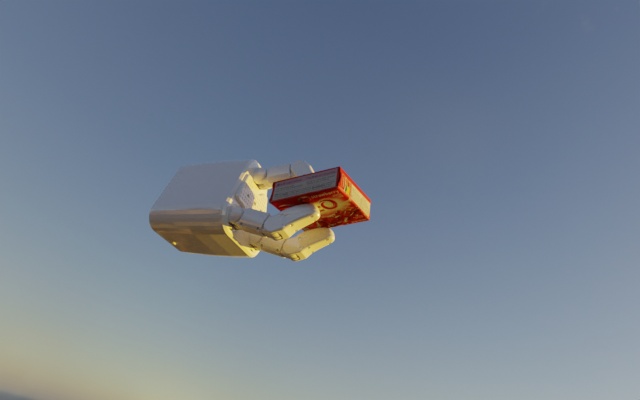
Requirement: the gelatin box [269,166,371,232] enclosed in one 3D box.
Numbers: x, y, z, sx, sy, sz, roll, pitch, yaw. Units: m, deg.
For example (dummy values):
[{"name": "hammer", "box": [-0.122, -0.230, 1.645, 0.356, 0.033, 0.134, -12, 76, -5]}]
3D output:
[{"name": "gelatin box", "box": [0.000, 0.001, 0.526, 0.089, 0.030, 0.073, -12, -36, 29]}]
